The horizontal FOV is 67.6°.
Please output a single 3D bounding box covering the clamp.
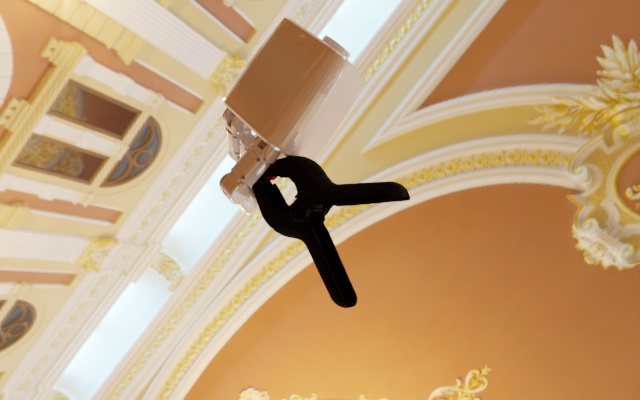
[{"bbox_3d":[0.000,0.002,0.445,0.171,0.120,0.039,42,14,27],"label":"clamp"}]
